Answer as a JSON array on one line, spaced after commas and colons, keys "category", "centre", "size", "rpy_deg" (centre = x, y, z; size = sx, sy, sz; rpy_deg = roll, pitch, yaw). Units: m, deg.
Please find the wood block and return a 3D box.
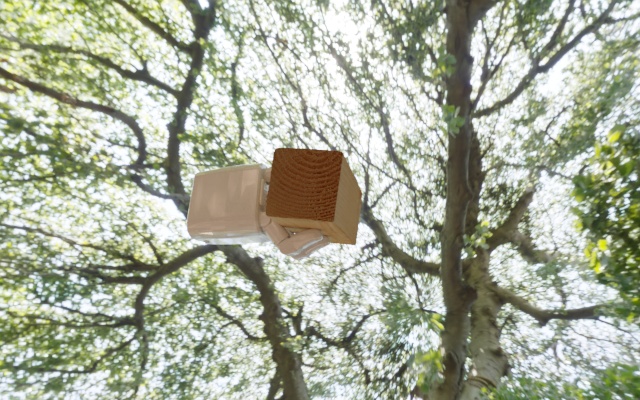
[{"category": "wood block", "centre": [0.000, 0.002, 0.677], "size": [0.090, 0.091, 0.206], "rpy_deg": [5, -12, 13]}]
